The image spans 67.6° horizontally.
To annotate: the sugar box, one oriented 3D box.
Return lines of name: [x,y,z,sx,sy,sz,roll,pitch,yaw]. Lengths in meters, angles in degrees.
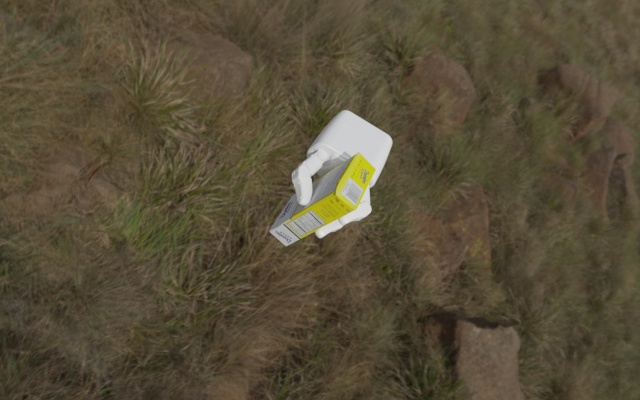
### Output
sugar box: [0.001,0.003,0.734,0.048,0.093,0.176,42,-41,-13]
